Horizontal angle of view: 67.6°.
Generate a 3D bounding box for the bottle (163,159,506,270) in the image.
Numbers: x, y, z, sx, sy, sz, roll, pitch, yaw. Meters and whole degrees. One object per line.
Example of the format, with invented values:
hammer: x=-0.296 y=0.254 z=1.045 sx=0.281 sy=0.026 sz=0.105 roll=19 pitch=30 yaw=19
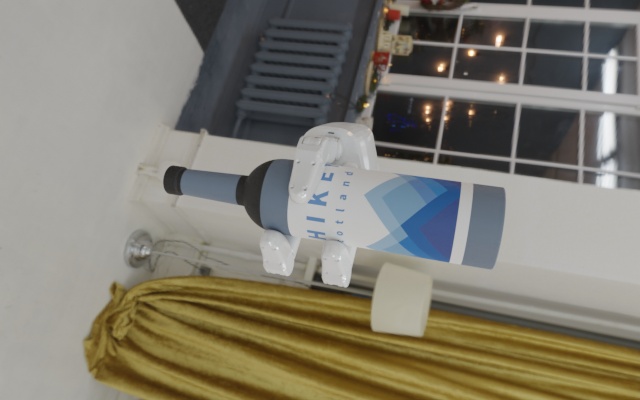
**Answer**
bottle: x=0.000 y=0.001 z=0.416 sx=0.295 sy=0.069 sz=0.069 roll=8 pitch=2 yaw=14
